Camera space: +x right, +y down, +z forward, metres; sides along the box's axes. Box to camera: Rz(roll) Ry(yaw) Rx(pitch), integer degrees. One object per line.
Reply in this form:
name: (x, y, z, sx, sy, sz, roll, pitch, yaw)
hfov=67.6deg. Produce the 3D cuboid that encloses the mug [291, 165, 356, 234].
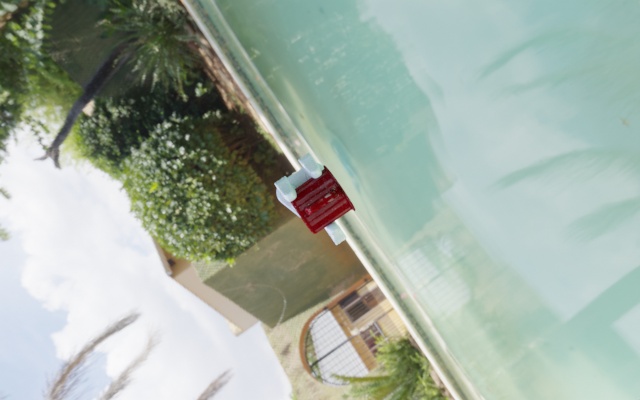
mug: (0.000, 0.003, 0.782, 0.081, 0.093, 0.117, -35, 6, -1)
